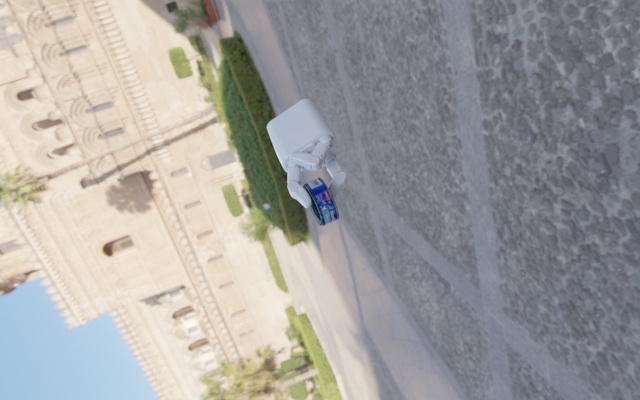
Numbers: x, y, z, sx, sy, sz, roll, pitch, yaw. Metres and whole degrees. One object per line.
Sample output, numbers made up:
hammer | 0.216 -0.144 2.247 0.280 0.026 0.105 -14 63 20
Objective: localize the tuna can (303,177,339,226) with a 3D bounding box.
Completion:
tuna can | 0.000 0.003 0.880 0.034 0.086 0.086 -24 4 -10
